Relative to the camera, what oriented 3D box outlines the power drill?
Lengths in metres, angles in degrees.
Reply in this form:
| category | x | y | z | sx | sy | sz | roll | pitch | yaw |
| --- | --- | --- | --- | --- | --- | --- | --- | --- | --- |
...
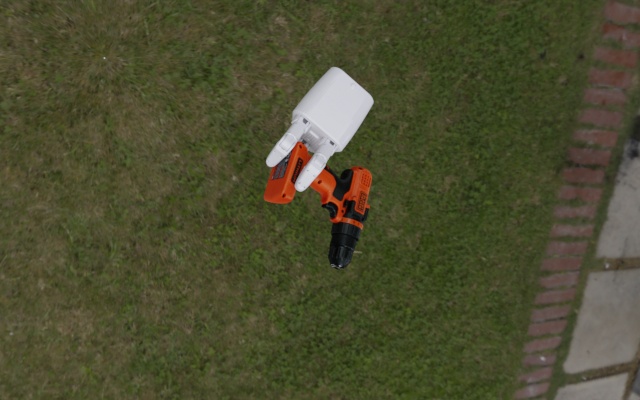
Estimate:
| category | x | y | z | sx | sy | sz | roll | pitch | yaw |
| --- | --- | --- | --- | --- | --- | --- | --- | --- | --- |
| power drill | 0.000 | 0.002 | 0.784 | 0.188 | 0.184 | 0.057 | 29 | -25 | -36 |
